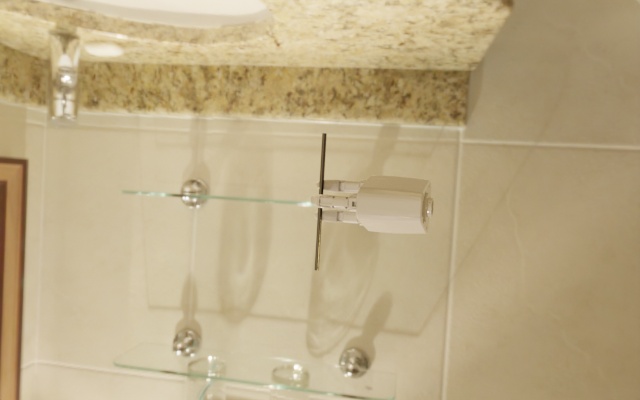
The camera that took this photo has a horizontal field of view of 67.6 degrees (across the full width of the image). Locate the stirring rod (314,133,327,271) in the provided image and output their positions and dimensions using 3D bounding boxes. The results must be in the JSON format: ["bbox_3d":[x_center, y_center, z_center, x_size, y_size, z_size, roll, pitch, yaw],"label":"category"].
[{"bbox_3d":[0.000,0.003,0.838,0.011,0.239,0.011,3,2,0],"label":"stirring rod"}]
